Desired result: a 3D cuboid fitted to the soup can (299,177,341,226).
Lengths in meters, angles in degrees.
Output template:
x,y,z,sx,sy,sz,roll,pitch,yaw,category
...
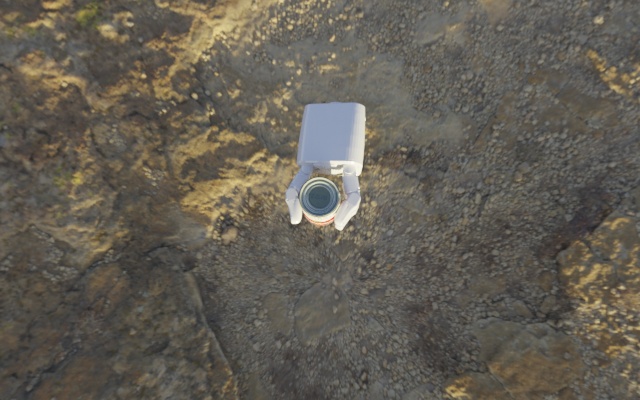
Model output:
x,y,z,sx,sy,sz,roll,pitch,yaw,category
0.000,0.003,0.801,0.068,0.068,0.102,0,-10,2,soup can
